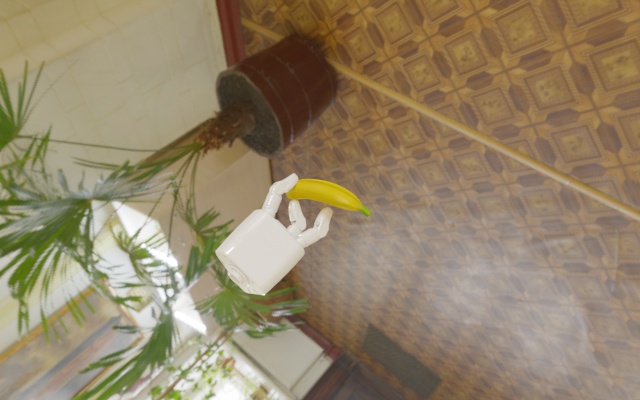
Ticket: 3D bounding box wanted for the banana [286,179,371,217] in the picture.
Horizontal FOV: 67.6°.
[{"bbox_3d":[-0.003,-0.010,0.871,0.198,0.070,0.037,16,54,39],"label":"banana"}]
